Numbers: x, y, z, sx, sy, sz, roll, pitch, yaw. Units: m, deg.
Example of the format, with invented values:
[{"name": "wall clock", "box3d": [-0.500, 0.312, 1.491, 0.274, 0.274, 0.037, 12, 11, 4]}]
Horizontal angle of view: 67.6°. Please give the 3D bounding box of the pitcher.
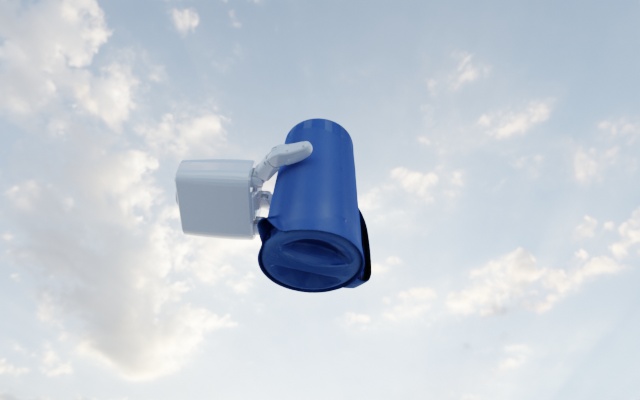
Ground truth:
[{"name": "pitcher", "box3d": [0.000, 0.002, 0.676, 0.145, 0.242, 0.149, 0, -44, 4]}]
